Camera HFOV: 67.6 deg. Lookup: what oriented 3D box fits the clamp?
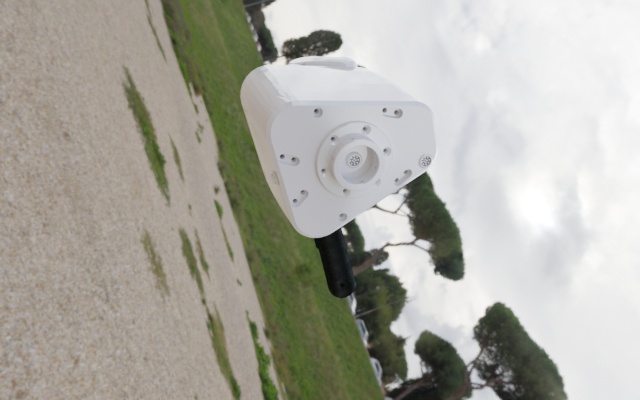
[{"bbox_3d":[0.001,0.001,0.438,0.039,0.171,0.120,-19,28,-7],"label":"clamp"}]
